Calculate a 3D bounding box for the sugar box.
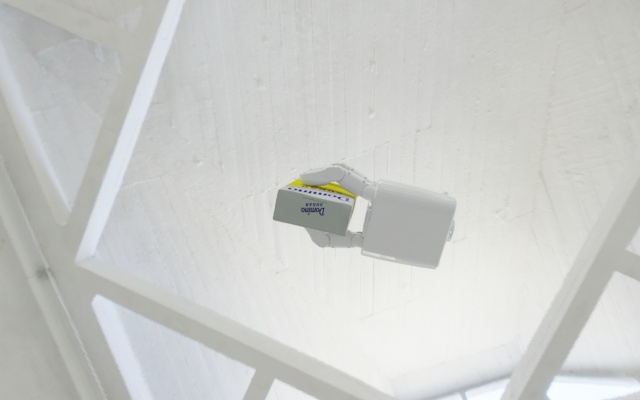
[{"bbox_3d":[0.000,0.002,0.649,0.093,0.048,0.176,13,7,4],"label":"sugar box"}]
